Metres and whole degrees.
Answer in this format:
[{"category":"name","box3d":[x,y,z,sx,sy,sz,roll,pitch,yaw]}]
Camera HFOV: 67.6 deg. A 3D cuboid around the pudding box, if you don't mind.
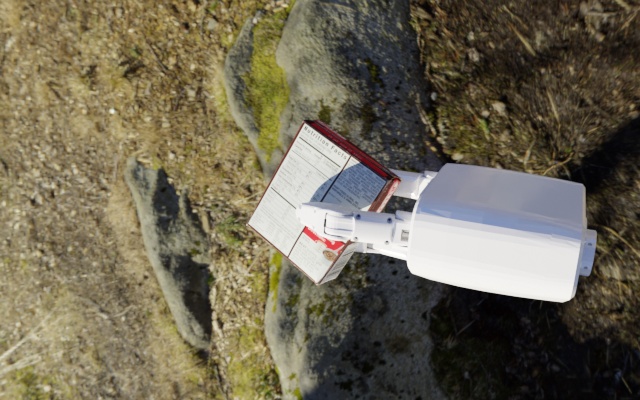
[{"category":"pudding box","box3d":[0.000,0.001,0.406,0.090,0.113,0.039,39,19,18]}]
